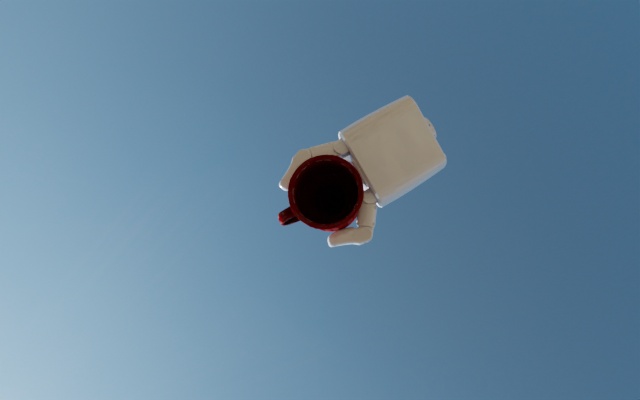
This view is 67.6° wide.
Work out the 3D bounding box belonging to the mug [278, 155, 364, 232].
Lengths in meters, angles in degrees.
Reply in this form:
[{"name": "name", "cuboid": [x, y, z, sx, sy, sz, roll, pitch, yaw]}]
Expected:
[{"name": "mug", "cuboid": [-0.001, 0.003, 0.617, 0.117, 0.093, 0.081, -29, -12, 1]}]
